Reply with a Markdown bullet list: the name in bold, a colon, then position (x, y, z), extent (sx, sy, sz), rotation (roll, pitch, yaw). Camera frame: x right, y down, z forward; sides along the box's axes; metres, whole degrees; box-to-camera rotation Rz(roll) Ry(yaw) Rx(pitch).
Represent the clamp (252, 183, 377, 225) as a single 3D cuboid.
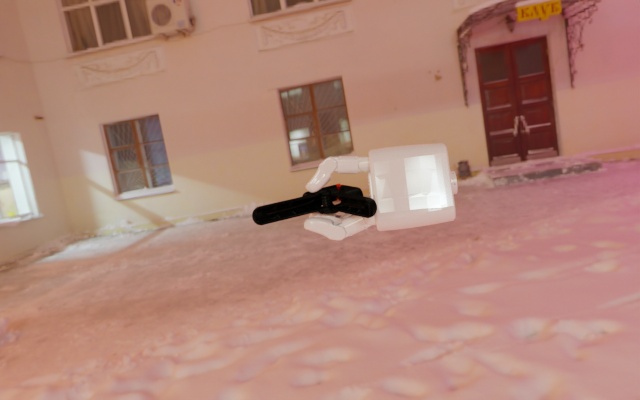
- **clamp**: position (0.000, 0.001, 0.696), extent (0.164, 0.036, 0.210), rotation (-4, 8, 7)
